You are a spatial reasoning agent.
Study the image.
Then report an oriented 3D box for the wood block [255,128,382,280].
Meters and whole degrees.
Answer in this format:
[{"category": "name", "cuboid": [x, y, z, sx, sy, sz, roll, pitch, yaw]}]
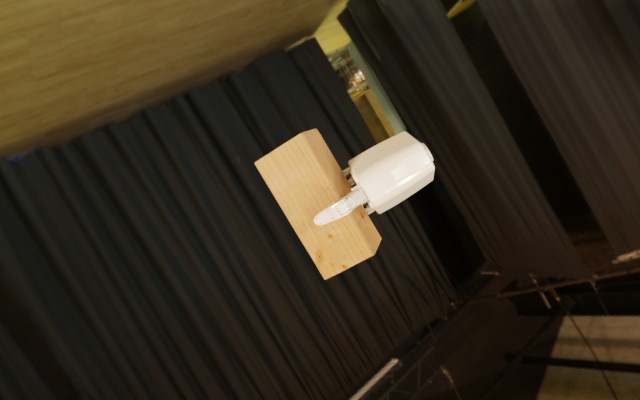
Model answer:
[{"category": "wood block", "cuboid": [0.000, 0.002, 0.738, 0.090, 0.206, 0.091, -30, 4, 19]}]
